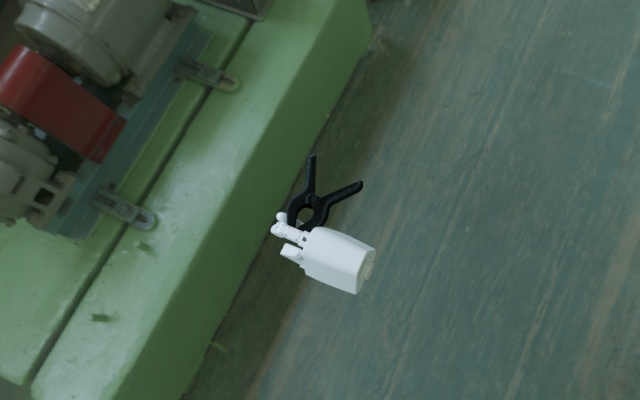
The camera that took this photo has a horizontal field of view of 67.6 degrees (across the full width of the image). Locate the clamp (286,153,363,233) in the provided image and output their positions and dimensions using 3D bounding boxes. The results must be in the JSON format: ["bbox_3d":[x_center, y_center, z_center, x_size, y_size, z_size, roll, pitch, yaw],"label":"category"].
[{"bbox_3d":[0.000,0.003,0.895,0.120,0.171,0.039,22,-13,16],"label":"clamp"}]
